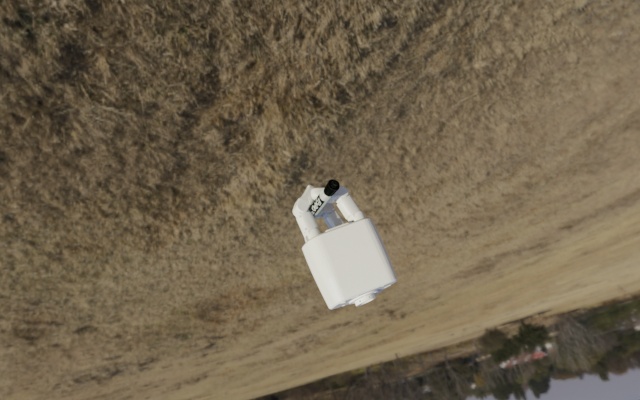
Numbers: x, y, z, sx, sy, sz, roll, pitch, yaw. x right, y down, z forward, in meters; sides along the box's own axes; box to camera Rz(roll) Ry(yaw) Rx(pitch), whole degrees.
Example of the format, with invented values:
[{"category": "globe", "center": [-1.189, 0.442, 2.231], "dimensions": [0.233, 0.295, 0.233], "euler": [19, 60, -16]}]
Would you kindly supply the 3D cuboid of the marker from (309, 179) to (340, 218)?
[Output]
[{"category": "marker", "center": [0.000, 0.002, 0.728], "dimensions": [0.020, 0.020, 0.121], "euler": [0, -27, -24]}]
